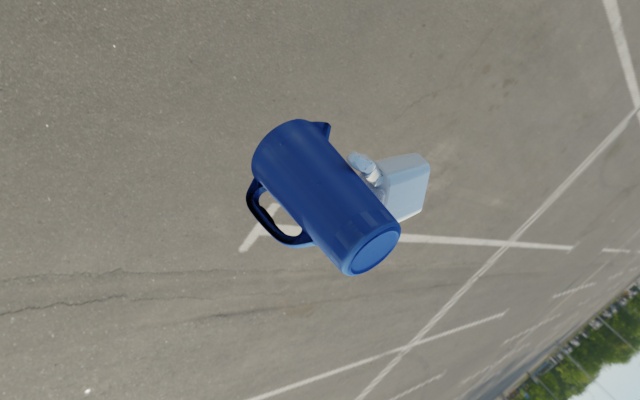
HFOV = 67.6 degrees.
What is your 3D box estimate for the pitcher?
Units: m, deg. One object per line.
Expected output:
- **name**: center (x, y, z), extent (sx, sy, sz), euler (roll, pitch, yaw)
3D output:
- **pitcher**: center (0.000, 0.002, 0.733), extent (0.145, 0.149, 0.242), euler (-15, 51, -37)
